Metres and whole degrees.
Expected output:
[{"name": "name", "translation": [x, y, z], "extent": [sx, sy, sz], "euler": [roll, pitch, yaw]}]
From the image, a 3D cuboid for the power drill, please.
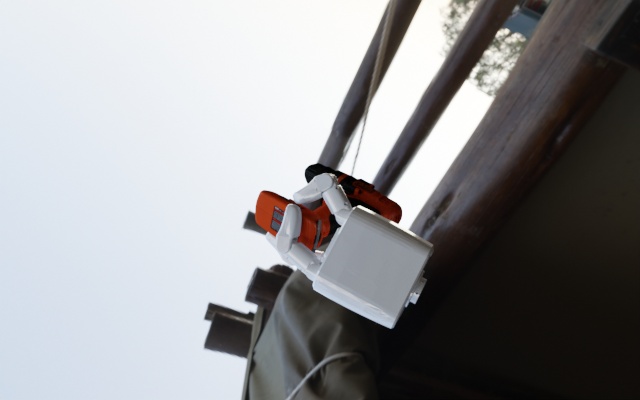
[{"name": "power drill", "translation": [0.000, 0.003, 0.686], "extent": [0.184, 0.057, 0.187], "euler": [29, 31, 34]}]
